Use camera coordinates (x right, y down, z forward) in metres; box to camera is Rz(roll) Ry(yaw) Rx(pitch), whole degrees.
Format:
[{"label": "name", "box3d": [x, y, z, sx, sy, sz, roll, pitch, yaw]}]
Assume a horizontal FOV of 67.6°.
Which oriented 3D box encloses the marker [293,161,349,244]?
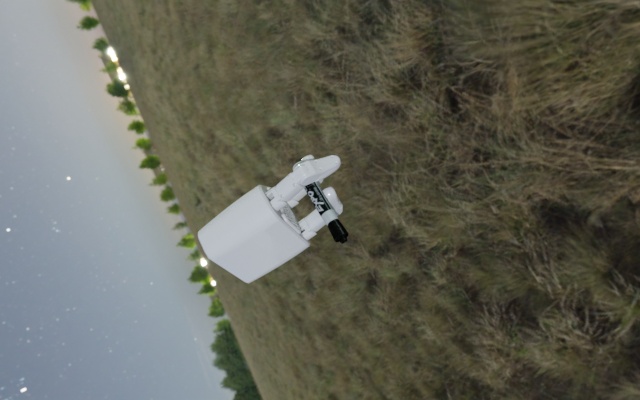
[{"label": "marker", "box3d": [0.000, 0.002, 0.587, 0.020, 0.121, 0.020, -25, -26, -13]}]
